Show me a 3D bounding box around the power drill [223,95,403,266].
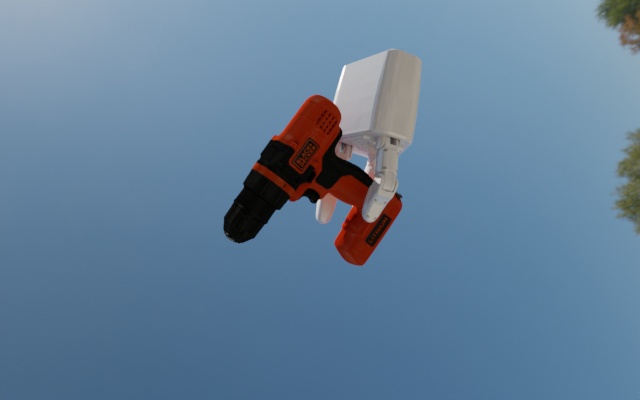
[{"bbox_3d":[0.000,0.002,0.553,0.188,0.184,0.057,40,-6,-37],"label":"power drill"}]
